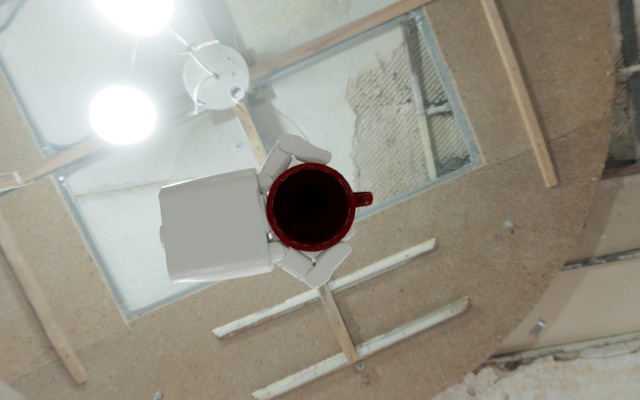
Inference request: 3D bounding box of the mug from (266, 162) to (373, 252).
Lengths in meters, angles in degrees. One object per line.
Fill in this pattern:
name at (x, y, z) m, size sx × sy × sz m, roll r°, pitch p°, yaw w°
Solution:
mug at (0.001, 0.001, 0.532) m, size 0.117 × 0.093 × 0.081 m, roll -9°, pitch 6°, yaw -2°
